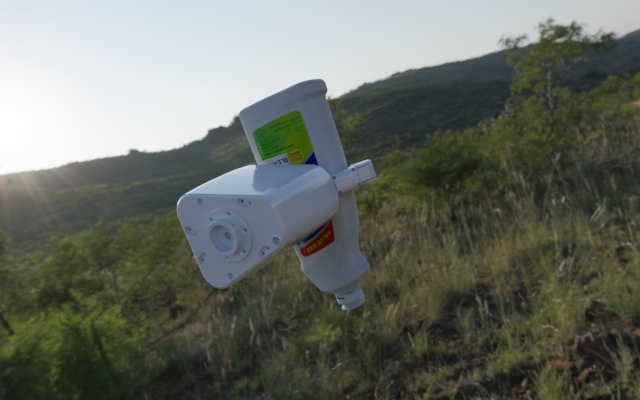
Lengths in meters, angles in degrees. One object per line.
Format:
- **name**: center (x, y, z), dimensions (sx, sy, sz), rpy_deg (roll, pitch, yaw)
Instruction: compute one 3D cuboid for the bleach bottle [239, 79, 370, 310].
- **bleach bottle**: center (0.000, 0.002, 0.533), dimensions (0.102, 0.251, 0.068), rpy_deg (-18, 7, 28)
